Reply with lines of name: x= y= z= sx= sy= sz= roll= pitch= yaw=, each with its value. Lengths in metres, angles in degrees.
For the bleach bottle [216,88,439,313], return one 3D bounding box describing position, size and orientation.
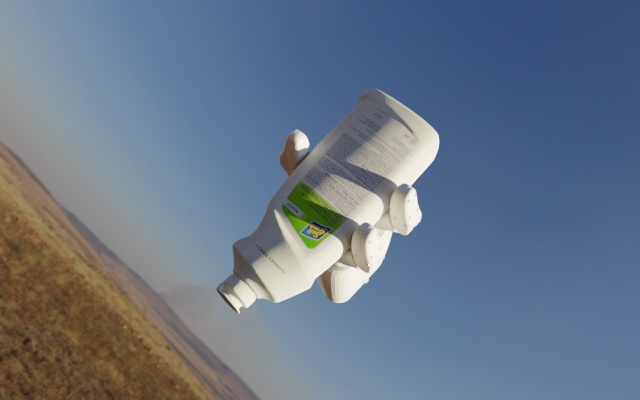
bleach bottle: x=0.000 y=0.001 z=0.455 sx=0.102 sy=0.250 sz=0.068 roll=39 pitch=-22 yaw=20
